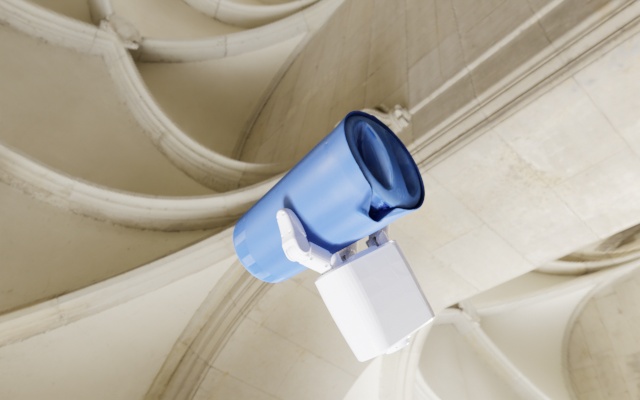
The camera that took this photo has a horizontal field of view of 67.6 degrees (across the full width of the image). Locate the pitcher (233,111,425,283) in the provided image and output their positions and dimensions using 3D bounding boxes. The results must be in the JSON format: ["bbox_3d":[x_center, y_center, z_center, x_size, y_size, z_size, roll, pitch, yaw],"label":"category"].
[{"bbox_3d":[0.000,0.002,0.608,0.243,0.145,0.149,-36,-14,34],"label":"pitcher"}]
